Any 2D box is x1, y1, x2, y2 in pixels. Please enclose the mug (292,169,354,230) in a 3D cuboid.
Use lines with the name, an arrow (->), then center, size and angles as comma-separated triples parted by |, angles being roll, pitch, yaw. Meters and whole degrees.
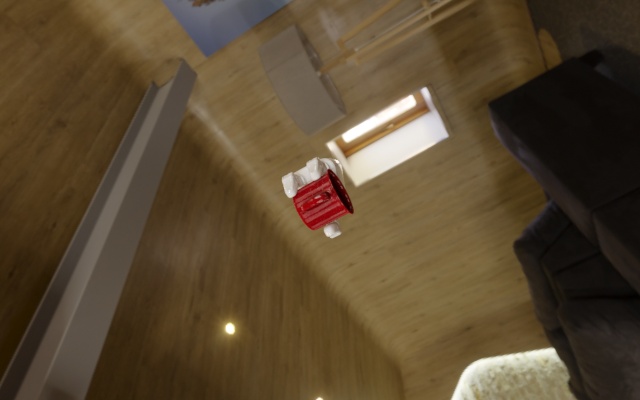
mug -> 0.000, 0.003, 0.856 | 0.081, 0.093, 0.117 | -29, -3, 14
